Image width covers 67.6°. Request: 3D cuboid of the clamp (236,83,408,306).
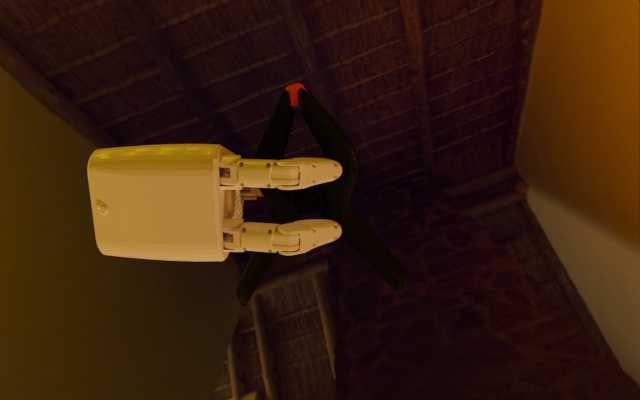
[{"bbox_3d":[0.000,0.001,0.436,0.164,0.210,0.036,1,15,3],"label":"clamp"}]
